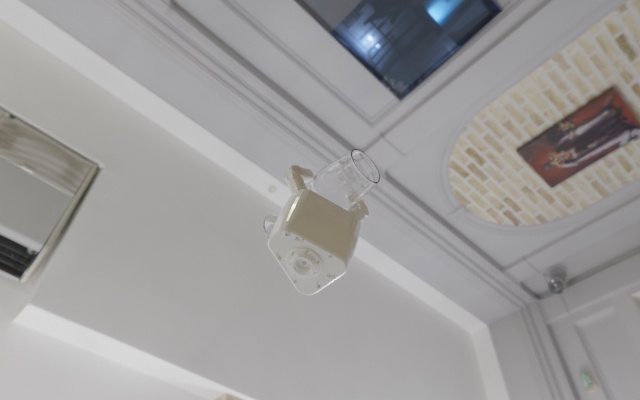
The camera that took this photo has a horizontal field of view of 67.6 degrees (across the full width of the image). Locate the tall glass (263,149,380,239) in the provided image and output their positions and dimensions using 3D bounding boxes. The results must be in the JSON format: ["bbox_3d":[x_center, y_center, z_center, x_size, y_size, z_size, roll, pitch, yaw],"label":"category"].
[{"bbox_3d":[0.000,0.003,0.757,0.201,0.079,0.079,-39,-22,30],"label":"tall glass"}]
